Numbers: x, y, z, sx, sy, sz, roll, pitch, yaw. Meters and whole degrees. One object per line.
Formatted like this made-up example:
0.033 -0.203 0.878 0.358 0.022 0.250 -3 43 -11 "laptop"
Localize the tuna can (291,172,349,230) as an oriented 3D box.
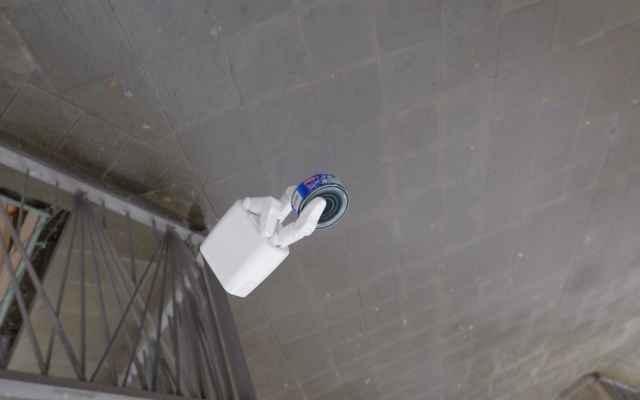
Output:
0.000 0.003 0.727 0.086 0.086 0.033 0 34 -30 "tuna can"
